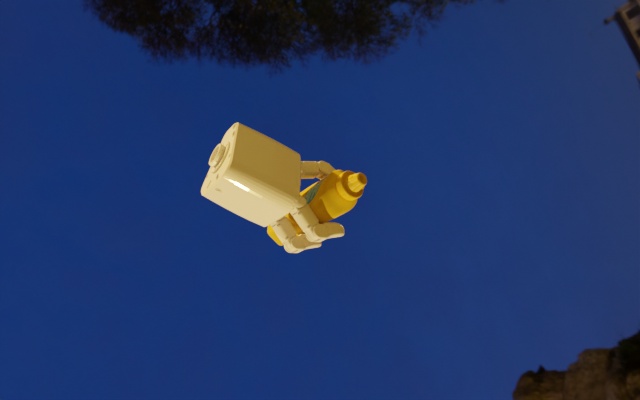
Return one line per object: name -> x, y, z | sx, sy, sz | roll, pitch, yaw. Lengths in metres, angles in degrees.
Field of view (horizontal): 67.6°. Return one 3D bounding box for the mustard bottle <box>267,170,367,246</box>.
mustard bottle -> 0.000, 0.003, 0.711 | 0.192, 0.058, 0.096 | -31, 15, 48
